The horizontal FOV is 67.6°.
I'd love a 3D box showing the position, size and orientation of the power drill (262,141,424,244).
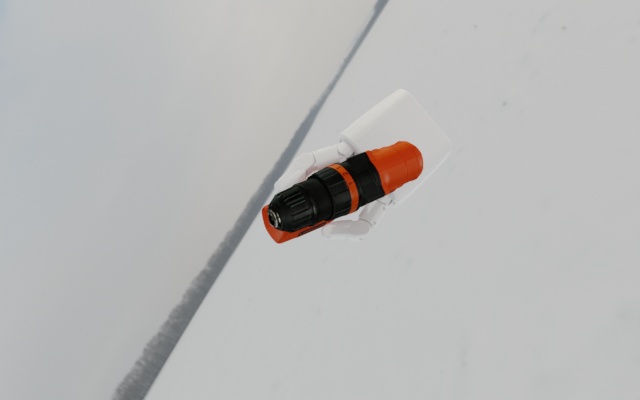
[{"bbox_3d":[0.000,0.002,0.535,0.184,0.057,0.188,-21,-2,-29],"label":"power drill"}]
